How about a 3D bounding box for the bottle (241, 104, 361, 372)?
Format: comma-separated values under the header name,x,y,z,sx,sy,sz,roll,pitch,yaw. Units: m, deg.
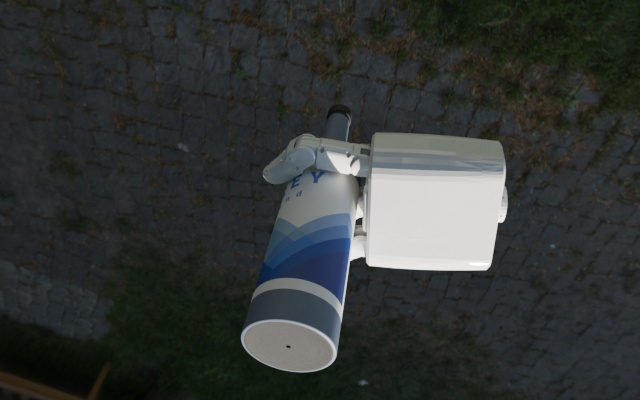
name,x,y,z,sx,sy,sz,roll,pitch,yaw
bottle,0.000,0.002,0.430,0.069,0.069,0.295,0,42,12
